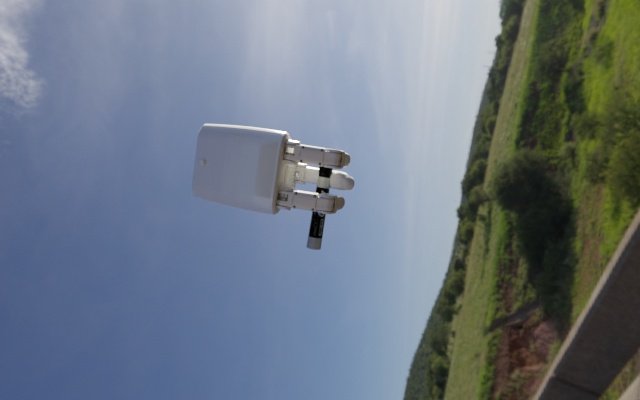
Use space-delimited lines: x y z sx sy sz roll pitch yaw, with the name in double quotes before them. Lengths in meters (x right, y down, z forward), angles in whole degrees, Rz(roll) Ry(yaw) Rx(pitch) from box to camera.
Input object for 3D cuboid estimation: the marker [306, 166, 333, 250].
"marker" 0.000 0.002 0.607 0.020 0.121 0.020 9 5 -1
